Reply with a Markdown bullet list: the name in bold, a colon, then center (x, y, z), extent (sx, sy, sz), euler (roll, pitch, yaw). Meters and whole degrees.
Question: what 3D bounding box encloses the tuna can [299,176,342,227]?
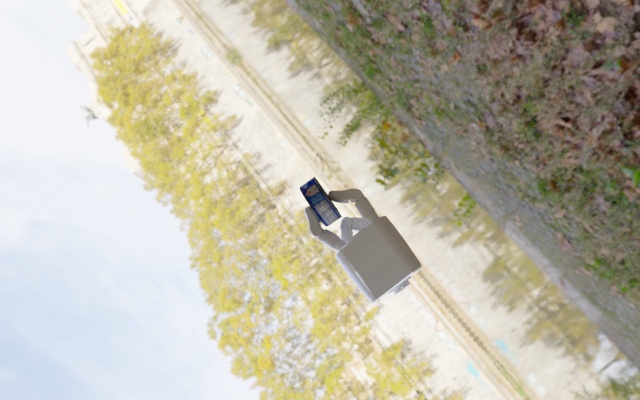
- **tuna can**: center (0.000, 0.003, 0.822), extent (0.034, 0.086, 0.086), euler (-35, -2, 3)
